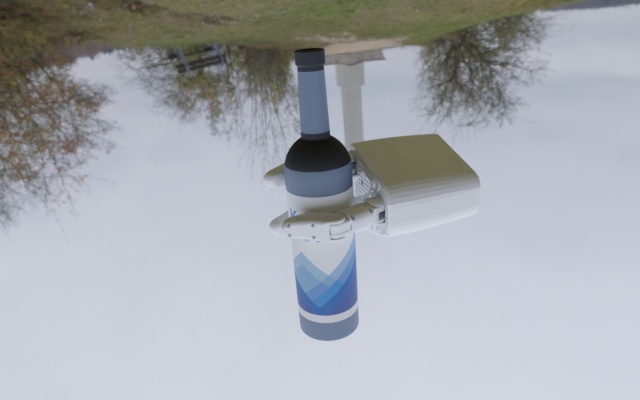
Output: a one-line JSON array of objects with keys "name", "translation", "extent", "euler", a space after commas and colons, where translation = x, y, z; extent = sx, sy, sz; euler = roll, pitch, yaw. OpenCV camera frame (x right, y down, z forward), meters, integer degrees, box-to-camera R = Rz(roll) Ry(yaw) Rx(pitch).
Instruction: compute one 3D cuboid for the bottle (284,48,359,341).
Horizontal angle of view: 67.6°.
[{"name": "bottle", "translation": [0.000, 0.002, 0.480], "extent": [0.069, 0.296, 0.069], "euler": [-4, 23, 2]}]
